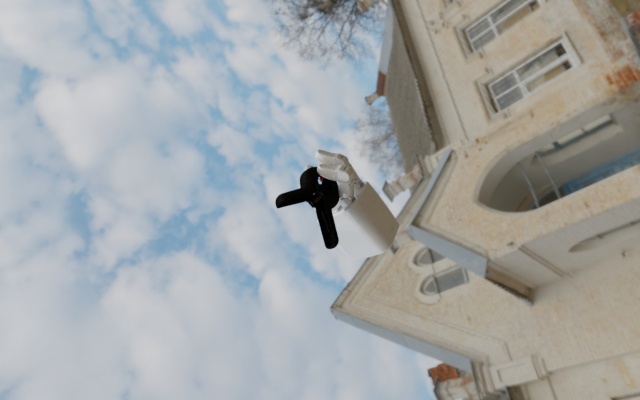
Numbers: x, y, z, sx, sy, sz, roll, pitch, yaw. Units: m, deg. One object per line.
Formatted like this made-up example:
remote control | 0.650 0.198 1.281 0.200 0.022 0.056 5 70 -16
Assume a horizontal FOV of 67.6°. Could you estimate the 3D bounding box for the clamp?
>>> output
clamp | 0.000 0.003 0.786 0.039 0.120 0.171 -33 13 34
